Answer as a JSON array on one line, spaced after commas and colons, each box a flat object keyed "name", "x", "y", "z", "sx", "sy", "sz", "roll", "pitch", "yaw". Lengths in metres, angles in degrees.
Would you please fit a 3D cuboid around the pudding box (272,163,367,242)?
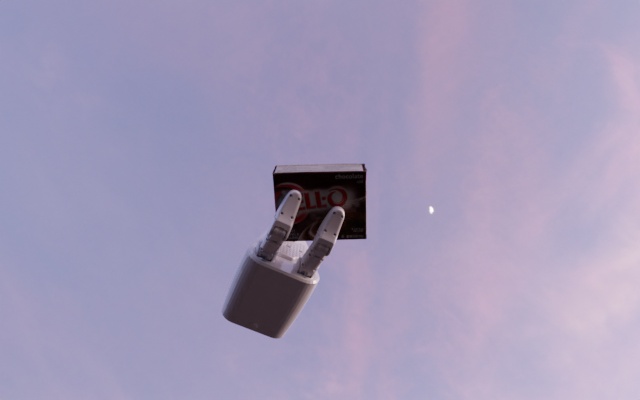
[{"name": "pudding box", "x": 0.000, "y": 0.002, "z": 0.585, "sx": 0.113, "sy": 0.090, "sz": 0.039, "roll": -3, "pitch": 23, "yaw": 0}]
